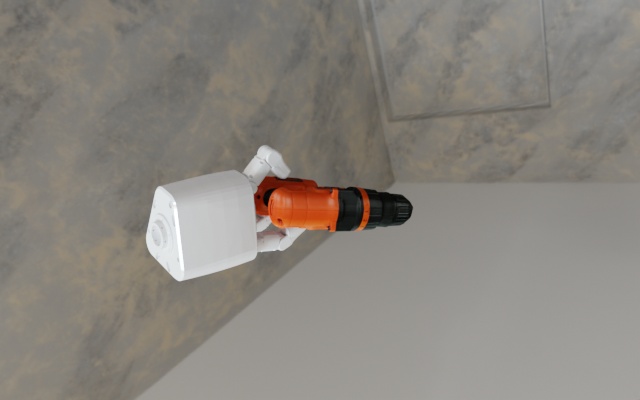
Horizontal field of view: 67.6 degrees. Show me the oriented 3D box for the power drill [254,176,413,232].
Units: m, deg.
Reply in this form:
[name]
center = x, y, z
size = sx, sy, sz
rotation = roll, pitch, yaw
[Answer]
[power drill]
center = 0.000, 0.002, 0.622
size = 0.184, 0.057, 0.187
rotation = 3, 3, -26
